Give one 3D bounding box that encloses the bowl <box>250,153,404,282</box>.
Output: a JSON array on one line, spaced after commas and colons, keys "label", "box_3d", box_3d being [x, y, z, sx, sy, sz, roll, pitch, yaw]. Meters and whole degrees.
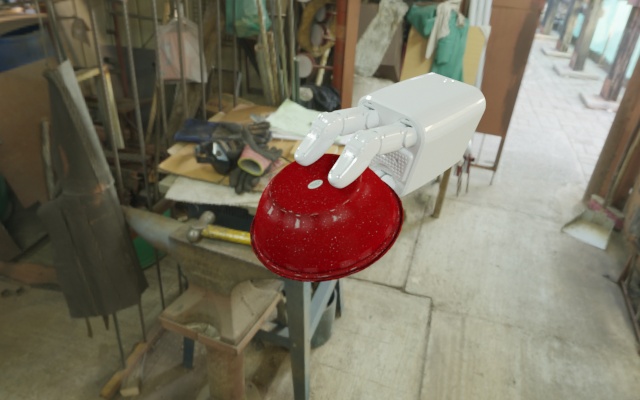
[{"label": "bowl", "box_3d": [-0.001, 0.002, 0.478, 0.162, 0.055, 0.162, -8, 42, 8]}]
